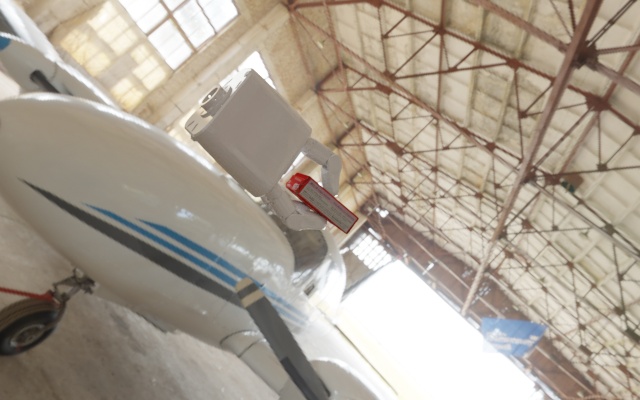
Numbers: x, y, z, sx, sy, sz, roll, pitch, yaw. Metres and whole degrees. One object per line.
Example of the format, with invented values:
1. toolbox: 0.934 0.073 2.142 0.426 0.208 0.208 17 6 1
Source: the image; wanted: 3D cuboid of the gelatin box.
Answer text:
1. gelatin box: 0.001 0.002 0.627 0.089 0.030 0.073 39 -3 -17
